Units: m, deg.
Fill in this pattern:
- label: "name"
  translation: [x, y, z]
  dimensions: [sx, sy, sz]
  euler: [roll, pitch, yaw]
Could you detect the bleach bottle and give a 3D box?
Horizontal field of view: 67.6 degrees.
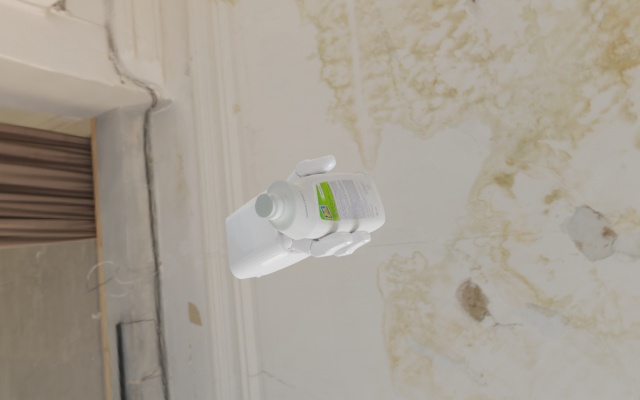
- label: "bleach bottle"
  translation: [0.000, 0.002, 0.661]
  dimensions: [0.068, 0.102, 0.251]
  euler: [-29, -17, 29]
